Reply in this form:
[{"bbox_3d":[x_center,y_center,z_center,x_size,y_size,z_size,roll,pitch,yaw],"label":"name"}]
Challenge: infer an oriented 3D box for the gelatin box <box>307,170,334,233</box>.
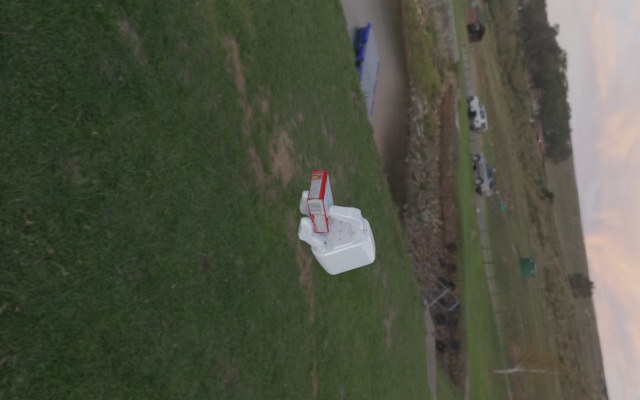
[{"bbox_3d":[0.001,0.003,0.842,0.030,0.073,0.089,0,-43,11],"label":"gelatin box"}]
